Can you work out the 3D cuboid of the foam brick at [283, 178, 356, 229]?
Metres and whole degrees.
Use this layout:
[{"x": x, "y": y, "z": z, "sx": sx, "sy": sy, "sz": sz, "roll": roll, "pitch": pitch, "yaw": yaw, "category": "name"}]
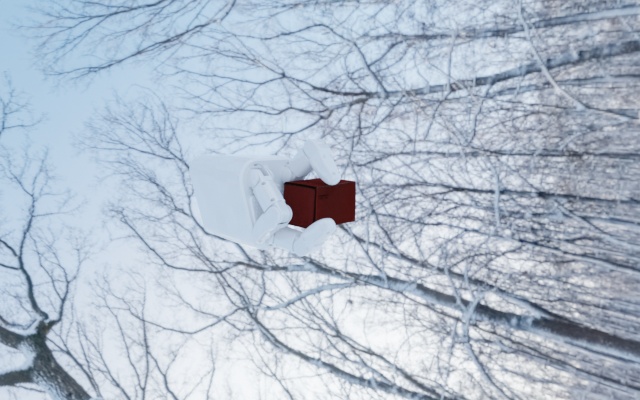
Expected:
[{"x": 0.000, "y": 0.002, "z": 0.579, "sx": 0.051, "sy": 0.053, "sz": 0.078, "roll": 9, "pitch": 11, "yaw": 40, "category": "foam brick"}]
